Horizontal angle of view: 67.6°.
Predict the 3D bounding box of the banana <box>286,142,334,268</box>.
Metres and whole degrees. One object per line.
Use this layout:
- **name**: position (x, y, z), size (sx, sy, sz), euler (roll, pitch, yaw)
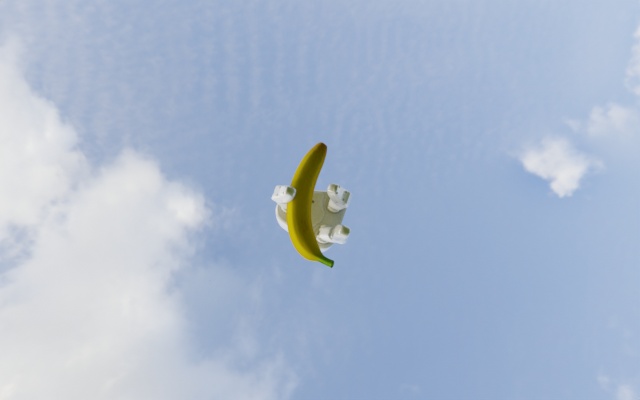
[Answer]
- **banana**: position (-0.018, 0.007, 0.727), size (0.069, 0.197, 0.037), euler (-5, -15, 4)
